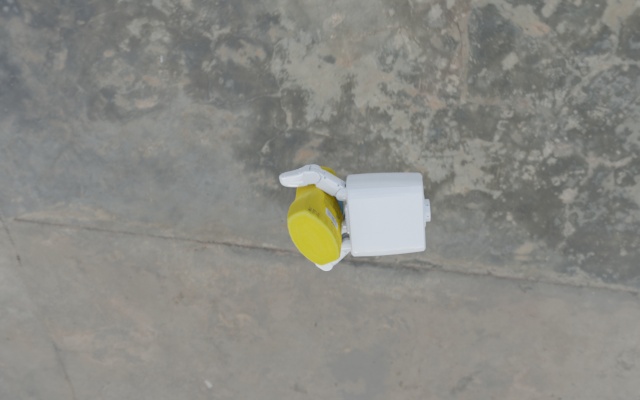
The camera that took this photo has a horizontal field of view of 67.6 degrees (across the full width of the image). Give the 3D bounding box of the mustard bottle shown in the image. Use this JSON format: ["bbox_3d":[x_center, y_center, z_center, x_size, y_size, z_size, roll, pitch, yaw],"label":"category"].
[{"bbox_3d":[0.000,0.003,0.717,0.058,0.096,0.191,-25,27,21],"label":"mustard bottle"}]
